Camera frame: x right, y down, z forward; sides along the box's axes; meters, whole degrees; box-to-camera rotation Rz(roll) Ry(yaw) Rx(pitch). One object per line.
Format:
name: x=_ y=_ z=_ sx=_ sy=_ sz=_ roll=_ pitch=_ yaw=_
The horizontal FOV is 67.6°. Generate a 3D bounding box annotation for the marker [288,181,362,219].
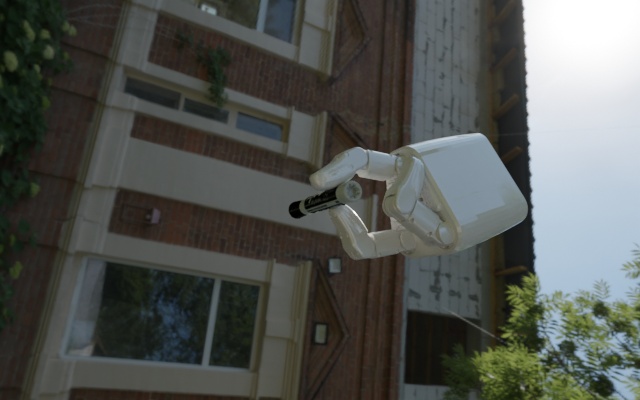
marker: x=0.000 y=0.002 z=0.466 sx=0.020 sy=0.020 sz=0.121 roll=0 pitch=-10 yaw=-29
